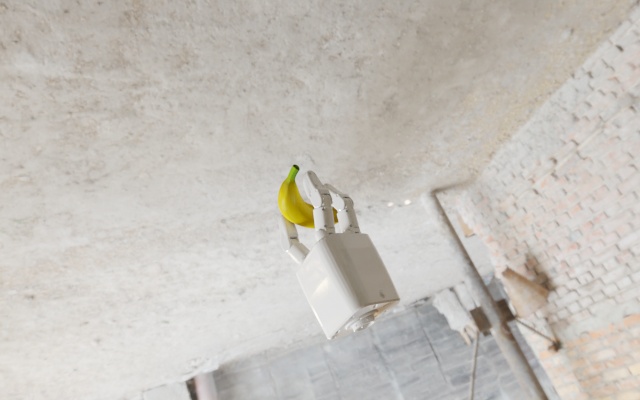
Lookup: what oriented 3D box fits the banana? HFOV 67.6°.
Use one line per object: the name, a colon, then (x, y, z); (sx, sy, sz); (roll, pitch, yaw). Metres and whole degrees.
banana: (-0.016, 0.012, 0.735); (0.069, 0.037, 0.198); (-36, -29, 8)
